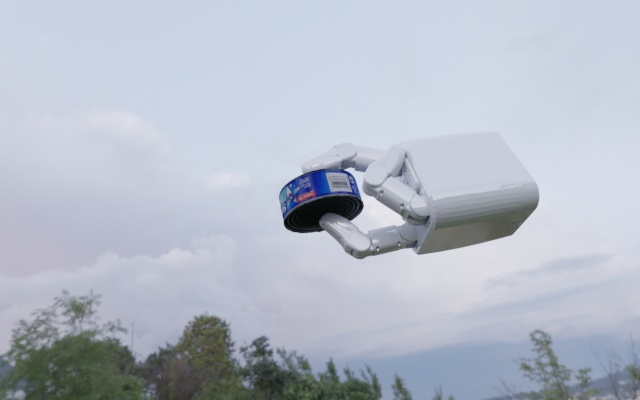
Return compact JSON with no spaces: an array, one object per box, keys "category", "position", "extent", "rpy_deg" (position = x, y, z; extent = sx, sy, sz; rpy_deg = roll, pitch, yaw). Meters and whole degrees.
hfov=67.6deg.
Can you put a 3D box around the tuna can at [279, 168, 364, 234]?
[{"category":"tuna can","position":[0.000,0.001,0.501],"extent":[0.086,0.033,0.086],"rpy_deg":[-12,-25,-6]}]
